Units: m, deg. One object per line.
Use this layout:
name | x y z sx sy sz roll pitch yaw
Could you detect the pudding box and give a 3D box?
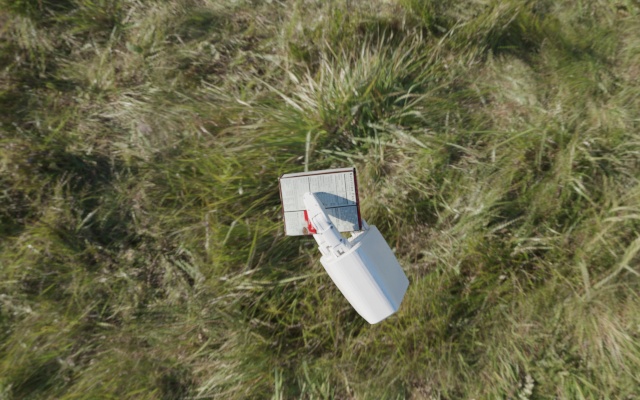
pudding box | 0.000 0.002 0.691 0.113 0.090 0.039 -5 8 6
